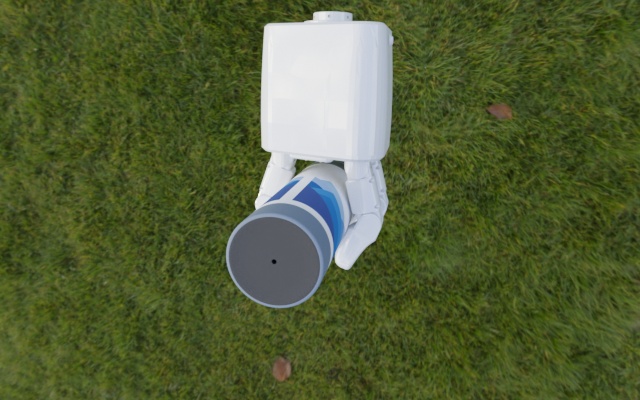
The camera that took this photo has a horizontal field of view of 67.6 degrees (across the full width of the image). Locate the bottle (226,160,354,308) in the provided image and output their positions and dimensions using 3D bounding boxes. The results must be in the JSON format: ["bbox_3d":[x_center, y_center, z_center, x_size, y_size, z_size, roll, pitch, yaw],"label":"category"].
[{"bbox_3d":[0.000,0.002,0.447,0.069,0.069,0.295,0,15,12],"label":"bottle"}]
